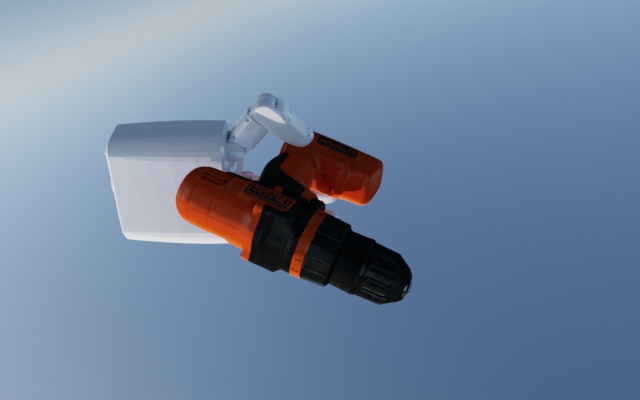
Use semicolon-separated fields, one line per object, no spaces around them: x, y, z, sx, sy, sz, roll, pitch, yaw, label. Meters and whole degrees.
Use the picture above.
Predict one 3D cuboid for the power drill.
0.000;0.001;0.410;0.184;0.057;0.187;25;25;8;power drill
